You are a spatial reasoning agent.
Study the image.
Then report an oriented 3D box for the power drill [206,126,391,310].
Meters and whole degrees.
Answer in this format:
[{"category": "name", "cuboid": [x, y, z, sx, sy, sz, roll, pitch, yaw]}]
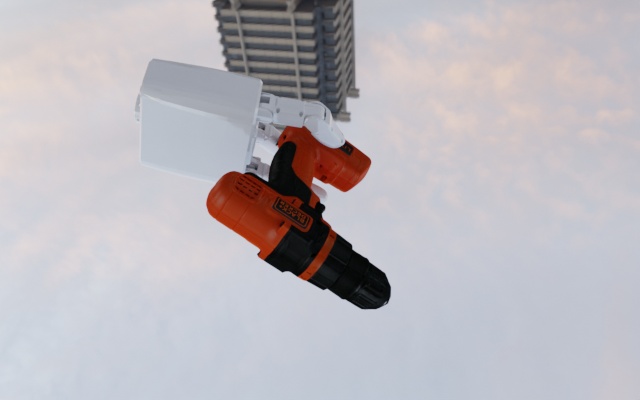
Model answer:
[{"category": "power drill", "cuboid": [0.000, 0.001, 0.473, 0.184, 0.057, 0.187, 35, 34, -10]}]
